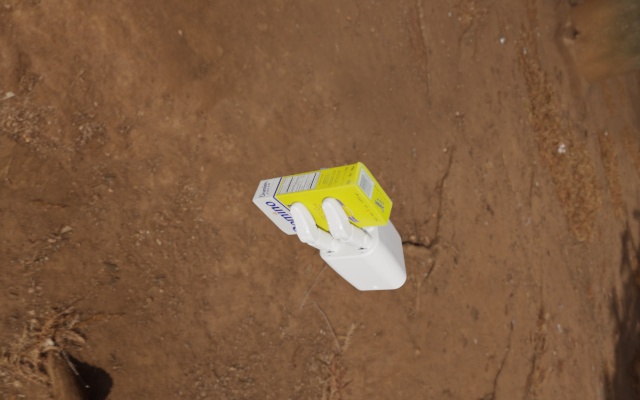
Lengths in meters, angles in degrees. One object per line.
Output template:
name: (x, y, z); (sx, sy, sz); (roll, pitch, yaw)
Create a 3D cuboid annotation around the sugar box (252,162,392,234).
sugar box: (0.000, 0.003, 0.670); (0.176, 0.048, 0.093); (-11, -43, 34)
